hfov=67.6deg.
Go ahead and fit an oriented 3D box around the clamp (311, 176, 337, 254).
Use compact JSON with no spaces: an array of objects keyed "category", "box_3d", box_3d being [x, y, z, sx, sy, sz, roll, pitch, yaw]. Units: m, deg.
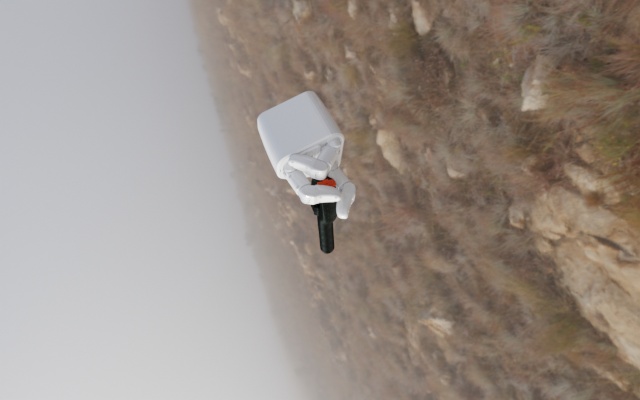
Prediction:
[{"category":"clamp","box_3d":[0.000,0.003,0.801,0.039,0.120,0.172,-18,-31,-16]}]
